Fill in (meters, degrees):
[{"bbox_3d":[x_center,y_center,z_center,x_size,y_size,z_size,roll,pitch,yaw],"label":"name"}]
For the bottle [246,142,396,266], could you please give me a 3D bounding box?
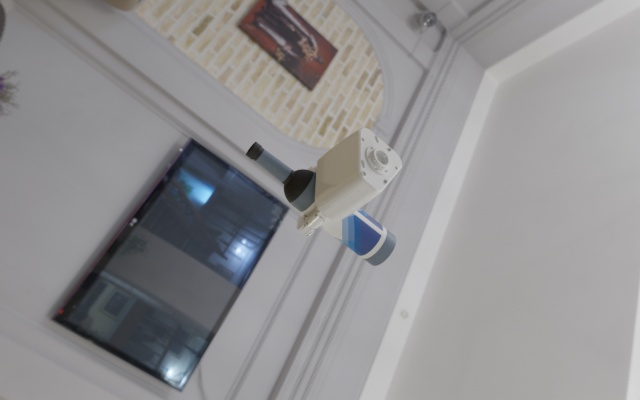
[{"bbox_3d":[0.000,0.003,0.804,0.296,0.069,0.069,38,-13,-17],"label":"bottle"}]
